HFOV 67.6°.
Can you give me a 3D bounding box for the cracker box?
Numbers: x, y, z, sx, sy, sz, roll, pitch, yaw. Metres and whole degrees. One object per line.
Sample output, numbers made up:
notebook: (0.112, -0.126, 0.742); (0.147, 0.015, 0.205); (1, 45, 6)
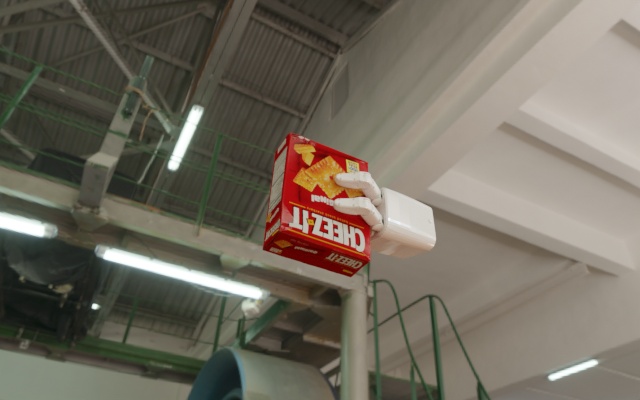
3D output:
cracker box: (0.000, 0.003, 0.808); (0.164, 0.213, 0.072); (20, -41, -20)
